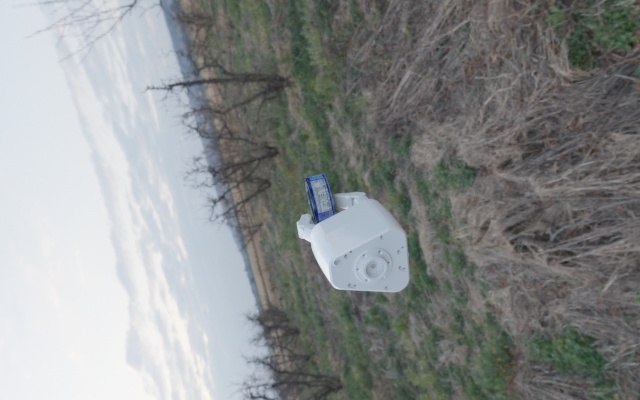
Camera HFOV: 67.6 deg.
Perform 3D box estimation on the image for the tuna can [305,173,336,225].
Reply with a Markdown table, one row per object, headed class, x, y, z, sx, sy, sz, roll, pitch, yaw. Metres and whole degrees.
| class | x | y | z | sx | sy | sz | roll | pitch | yaw |
| --- | --- | --- | --- | --- | --- | --- | --- | --- | --- |
| tuna can | 0.000 | 0.003 | 0.754 | 0.034 | 0.086 | 0.086 | -13 | 1 | -5 |
